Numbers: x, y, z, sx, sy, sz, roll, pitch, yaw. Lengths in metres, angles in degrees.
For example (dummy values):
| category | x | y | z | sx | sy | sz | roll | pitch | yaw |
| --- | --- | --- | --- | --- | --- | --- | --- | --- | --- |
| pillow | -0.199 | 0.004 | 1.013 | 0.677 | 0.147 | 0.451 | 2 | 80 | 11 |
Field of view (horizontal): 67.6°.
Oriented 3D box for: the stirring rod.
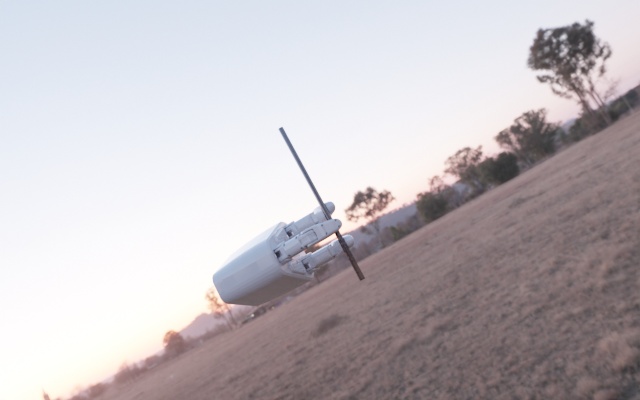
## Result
| category | x | y | z | sx | sy | sz | roll | pitch | yaw |
| --- | --- | --- | --- | --- | --- | --- | --- | --- | --- |
| stirring rod | 0.000 | 0.002 | 0.661 | 0.011 | 0.239 | 0.011 | -28 | -8 | -4 |
